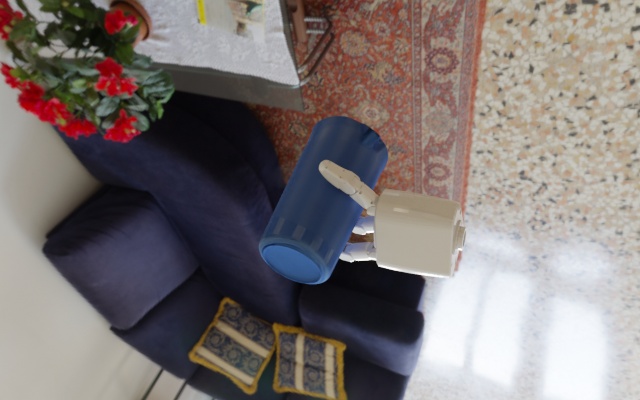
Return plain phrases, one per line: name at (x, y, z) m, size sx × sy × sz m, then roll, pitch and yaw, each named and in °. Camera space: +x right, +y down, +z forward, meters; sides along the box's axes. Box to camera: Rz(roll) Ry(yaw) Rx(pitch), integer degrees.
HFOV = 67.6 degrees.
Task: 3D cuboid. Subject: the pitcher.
pitcher at (0.000, 0.002, 0.723) m, size 0.145 × 0.242 × 0.149 m, roll 11°, pitch -37°, yaw 21°
